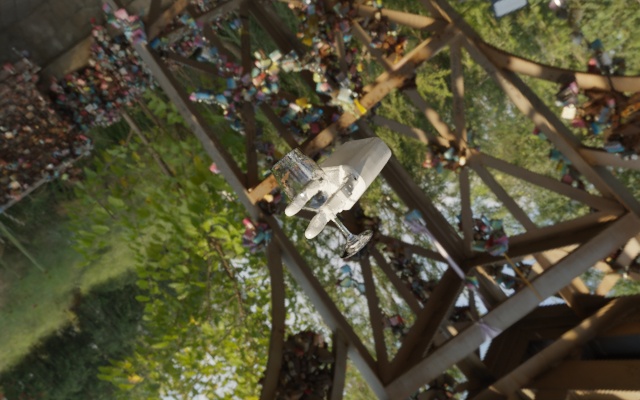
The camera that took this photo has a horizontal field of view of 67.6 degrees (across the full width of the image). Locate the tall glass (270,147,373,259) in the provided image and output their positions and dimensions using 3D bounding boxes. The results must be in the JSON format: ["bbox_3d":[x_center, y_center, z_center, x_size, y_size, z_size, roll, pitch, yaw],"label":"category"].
[{"bbox_3d":[0.001,0.003,0.827,0.079,0.201,0.079,-39,10,8],"label":"tall glass"}]
